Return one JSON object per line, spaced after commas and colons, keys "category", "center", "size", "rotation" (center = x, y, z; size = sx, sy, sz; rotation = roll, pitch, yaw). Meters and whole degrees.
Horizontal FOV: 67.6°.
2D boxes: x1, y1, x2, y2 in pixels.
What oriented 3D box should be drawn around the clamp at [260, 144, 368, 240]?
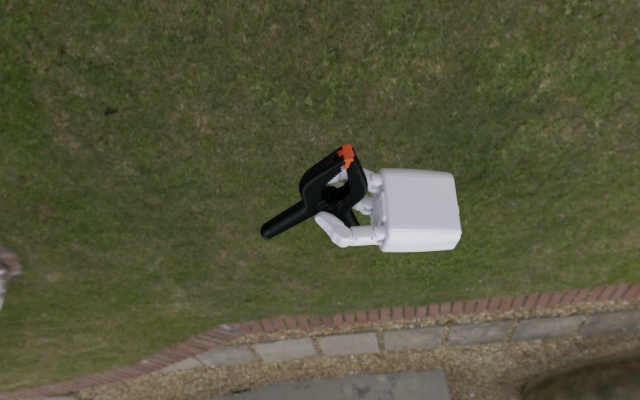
{"category": "clamp", "center": [0.000, 0.003, 0.673], "size": [0.164, 0.036, 0.210], "rotation": [0, -37, -9]}
